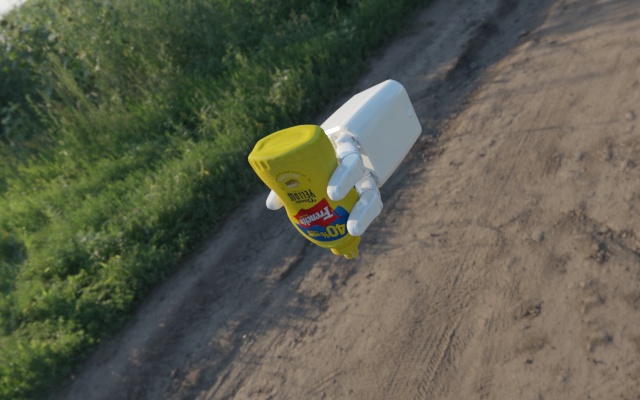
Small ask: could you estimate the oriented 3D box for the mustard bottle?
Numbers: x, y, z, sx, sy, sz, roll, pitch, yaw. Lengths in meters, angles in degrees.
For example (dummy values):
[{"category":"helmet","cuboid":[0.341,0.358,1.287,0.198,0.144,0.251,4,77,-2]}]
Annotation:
[{"category":"mustard bottle","cuboid":[0.000,0.002,0.579,0.096,0.192,0.058,-10,39,30]}]
